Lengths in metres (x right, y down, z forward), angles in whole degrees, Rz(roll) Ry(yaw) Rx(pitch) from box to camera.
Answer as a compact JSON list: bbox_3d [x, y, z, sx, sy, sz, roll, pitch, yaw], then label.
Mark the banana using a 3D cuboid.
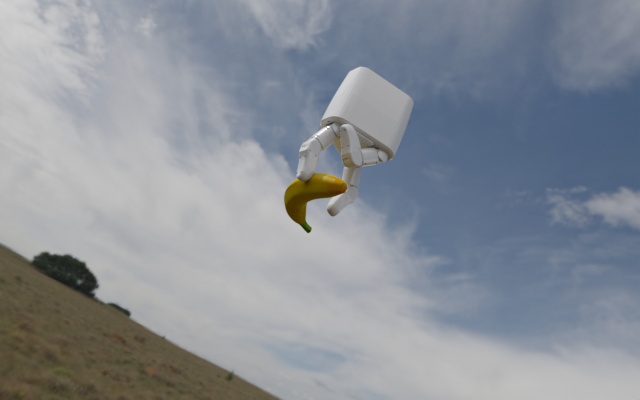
[{"bbox_3d":[-0.017,-0.005,0.705,0.069,0.037,0.198,28,-24,-5],"label":"banana"}]
